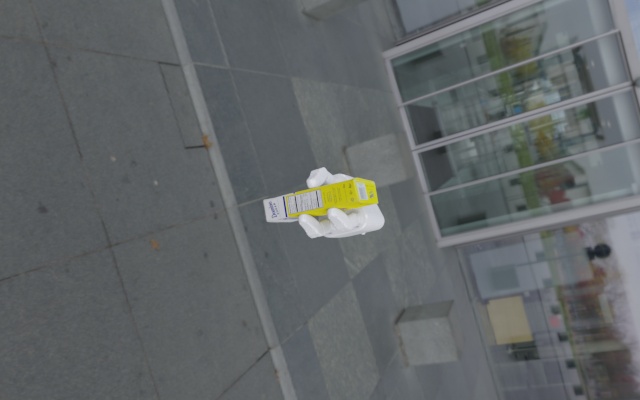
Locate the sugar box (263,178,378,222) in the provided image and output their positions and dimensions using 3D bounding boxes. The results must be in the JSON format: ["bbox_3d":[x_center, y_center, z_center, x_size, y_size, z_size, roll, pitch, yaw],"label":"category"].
[{"bbox_3d":[0.000,0.003,0.824,0.176,0.048,0.093,-16,-9,25],"label":"sugar box"}]
